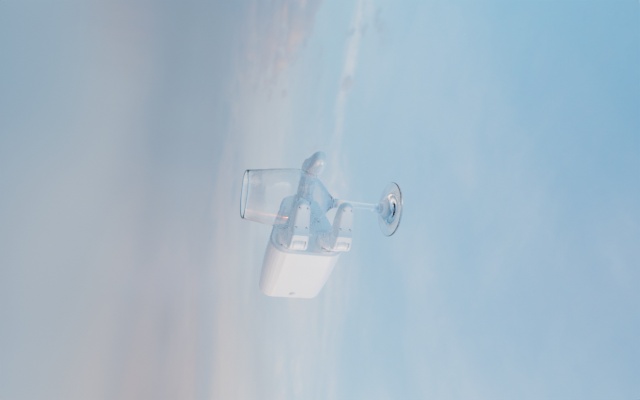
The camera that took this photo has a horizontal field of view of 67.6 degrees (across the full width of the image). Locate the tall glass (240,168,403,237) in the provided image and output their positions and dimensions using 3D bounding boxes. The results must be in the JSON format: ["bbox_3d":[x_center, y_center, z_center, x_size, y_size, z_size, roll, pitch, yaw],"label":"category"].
[{"bbox_3d":[0.001,0.002,0.620,0.201,0.079,0.079,6,-2,-16],"label":"tall glass"}]
